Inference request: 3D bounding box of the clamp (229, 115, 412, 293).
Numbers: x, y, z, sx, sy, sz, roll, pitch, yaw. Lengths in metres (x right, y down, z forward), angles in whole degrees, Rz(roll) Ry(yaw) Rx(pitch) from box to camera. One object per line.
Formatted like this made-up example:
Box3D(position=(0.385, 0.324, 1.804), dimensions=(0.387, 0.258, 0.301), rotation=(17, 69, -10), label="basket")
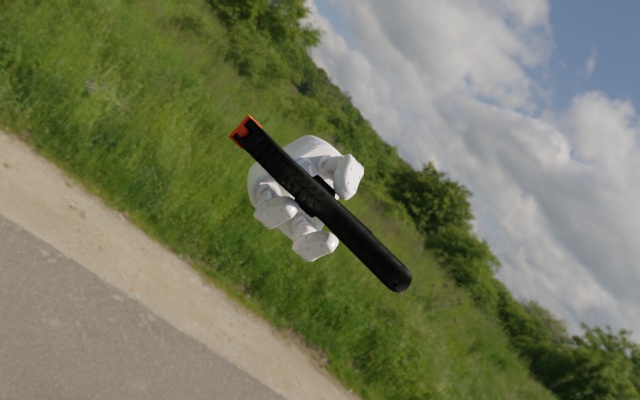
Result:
Box3D(position=(0.000, 0.001, 0.464), dimensions=(0.210, 0.036, 0.164), rotation=(43, 1, -19), label="clamp")
